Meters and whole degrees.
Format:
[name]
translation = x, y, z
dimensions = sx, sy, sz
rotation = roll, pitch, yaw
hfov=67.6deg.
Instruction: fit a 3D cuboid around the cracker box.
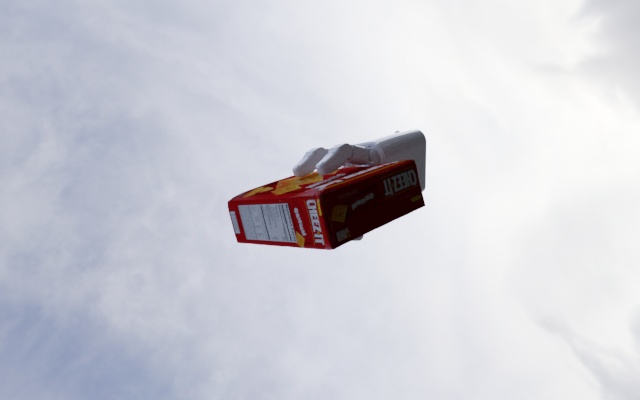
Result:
[cracker box]
translation = 0.000, 0.002, 0.632
dimensions = 0.164, 0.072, 0.213
rotation = -21, 11, -37
